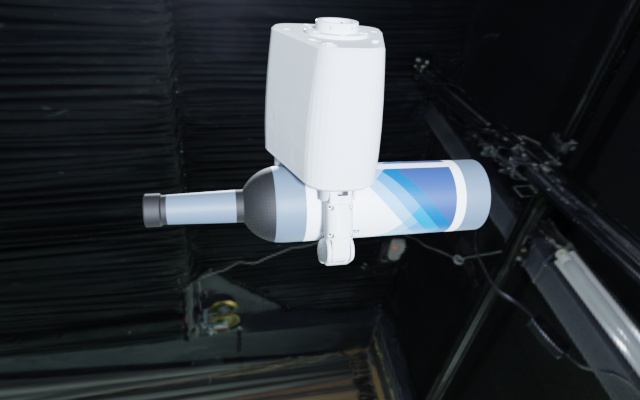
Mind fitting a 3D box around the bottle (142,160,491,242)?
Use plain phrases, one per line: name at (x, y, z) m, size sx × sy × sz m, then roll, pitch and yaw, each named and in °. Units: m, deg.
bottle at (0.000, 0.001, 0.422) m, size 0.296 × 0.069 × 0.069 m, roll -3°, pitch 1°, yaw -12°
